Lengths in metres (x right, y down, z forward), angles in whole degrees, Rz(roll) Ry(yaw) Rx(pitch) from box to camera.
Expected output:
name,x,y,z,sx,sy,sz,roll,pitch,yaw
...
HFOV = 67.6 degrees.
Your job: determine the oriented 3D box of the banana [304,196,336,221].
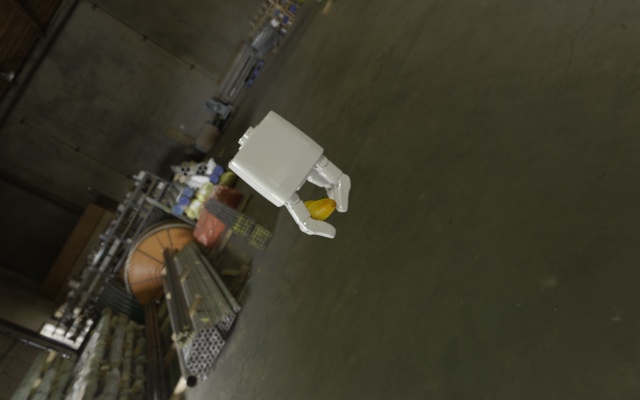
name,x,y,z,sx,sy,sz,roll,pitch,yaw
banana,-0.013,0.016,0.837,0.037,0.069,0.198,45,-1,-6
